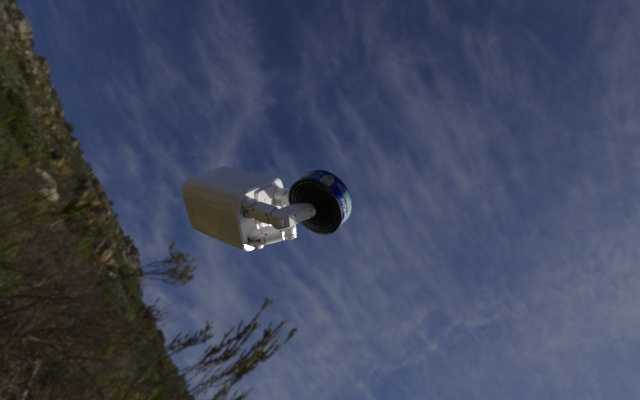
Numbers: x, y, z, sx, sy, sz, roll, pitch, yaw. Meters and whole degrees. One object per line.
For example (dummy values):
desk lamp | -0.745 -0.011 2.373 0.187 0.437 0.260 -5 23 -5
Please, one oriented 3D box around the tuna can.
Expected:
tuna can | 0.000 0.002 0.655 0.086 0.086 0.033 0 29 37
